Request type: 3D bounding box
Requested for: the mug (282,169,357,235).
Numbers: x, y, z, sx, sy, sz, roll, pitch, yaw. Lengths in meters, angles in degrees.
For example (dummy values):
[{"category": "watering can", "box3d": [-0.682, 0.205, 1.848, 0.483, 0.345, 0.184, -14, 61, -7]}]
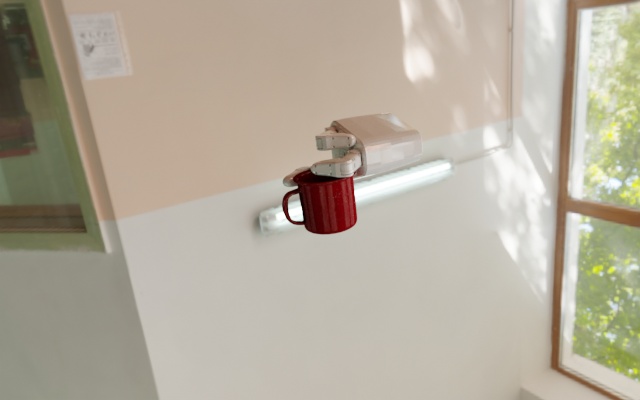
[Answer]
[{"category": "mug", "box3d": [-0.001, 0.003, 0.703, 0.117, 0.081, 0.093, -15, 19, -22]}]
